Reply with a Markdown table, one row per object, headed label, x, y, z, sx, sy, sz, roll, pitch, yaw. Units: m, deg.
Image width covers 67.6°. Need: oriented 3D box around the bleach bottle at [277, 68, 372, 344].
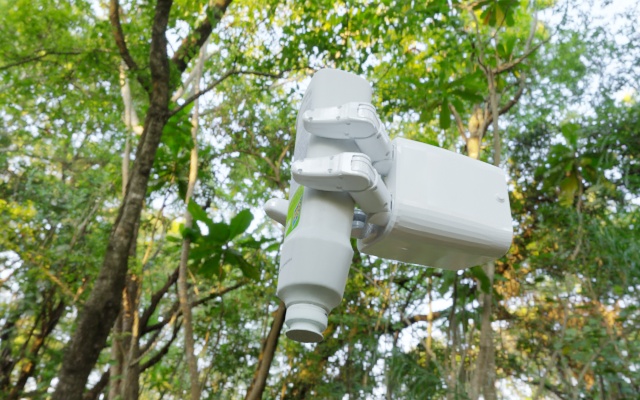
| label | x | y | z | sx | sy | sz | roll | pitch | yaw |
| --- | --- | --- | --- | --- | --- | --- | --- | --- | --- |
| bleach bottle | 0.000 | 0.001 | 0.422 | 0.068 | 0.250 | 0.103 | 13 | -35 | -8 |
